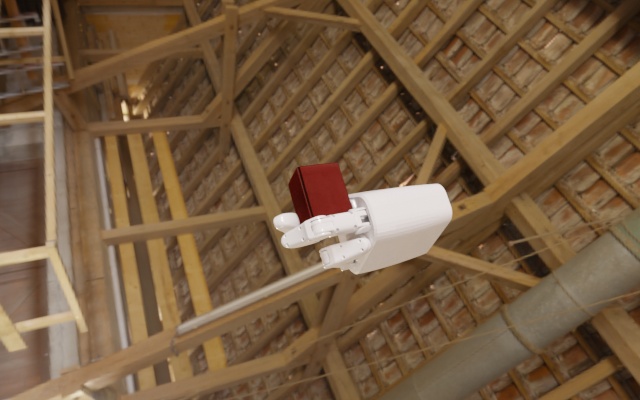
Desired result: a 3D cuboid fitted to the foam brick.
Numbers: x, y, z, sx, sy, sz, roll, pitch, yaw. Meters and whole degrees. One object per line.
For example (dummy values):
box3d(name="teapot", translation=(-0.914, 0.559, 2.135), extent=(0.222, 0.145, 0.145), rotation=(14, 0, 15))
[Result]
box3d(name="foam brick", translation=(0.000, 0.002, 0.559), extent=(0.051, 0.078, 0.053), rotation=(-11, -15, -20))
